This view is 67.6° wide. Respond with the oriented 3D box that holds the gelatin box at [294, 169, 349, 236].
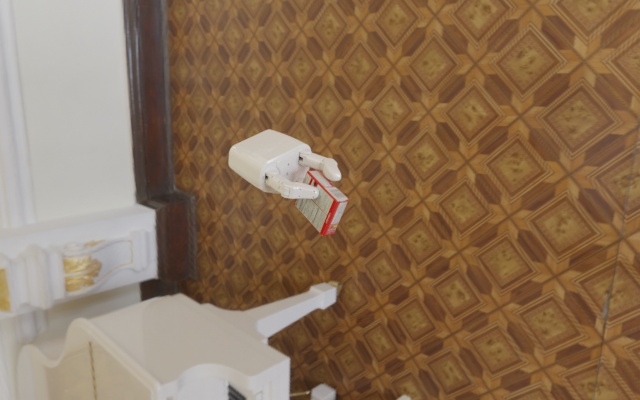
[{"bbox_3d":[0.000,0.003,0.792,0.030,0.073,0.089,-8,42,-40],"label":"gelatin box"}]
